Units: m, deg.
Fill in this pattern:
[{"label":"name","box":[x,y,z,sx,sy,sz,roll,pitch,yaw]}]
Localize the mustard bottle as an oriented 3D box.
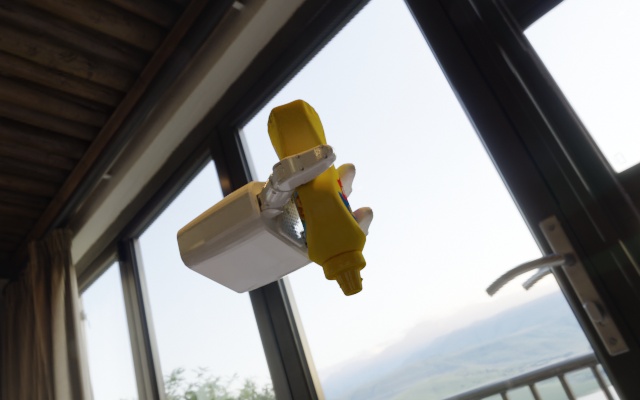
[{"label":"mustard bottle","box":[0.000,0.001,0.469,0.058,0.191,0.096,-19,-24,-2]}]
